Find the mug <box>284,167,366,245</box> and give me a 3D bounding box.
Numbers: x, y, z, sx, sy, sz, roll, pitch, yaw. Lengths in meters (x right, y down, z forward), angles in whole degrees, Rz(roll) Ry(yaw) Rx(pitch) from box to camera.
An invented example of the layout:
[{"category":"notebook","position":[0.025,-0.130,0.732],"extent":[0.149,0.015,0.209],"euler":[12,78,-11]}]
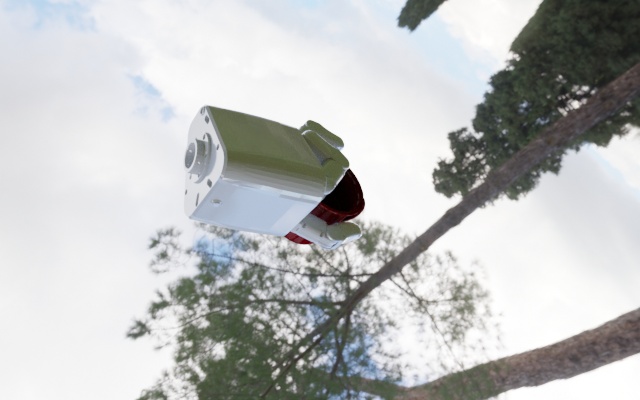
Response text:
[{"category":"mug","position":[0.001,0.002,0.574],"extent":[0.117,0.093,0.081],"euler":[13,-41,-35]}]
